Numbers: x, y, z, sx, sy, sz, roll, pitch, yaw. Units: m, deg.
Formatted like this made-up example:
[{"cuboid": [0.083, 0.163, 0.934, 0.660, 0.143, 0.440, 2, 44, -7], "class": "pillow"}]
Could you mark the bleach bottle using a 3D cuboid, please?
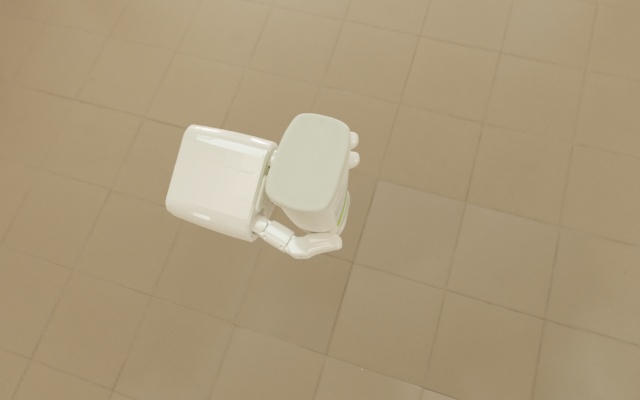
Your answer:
[{"cuboid": [0.000, 0.002, 0.557, 0.068, 0.102, 0.251, 16, -17, 10], "class": "bleach bottle"}]
